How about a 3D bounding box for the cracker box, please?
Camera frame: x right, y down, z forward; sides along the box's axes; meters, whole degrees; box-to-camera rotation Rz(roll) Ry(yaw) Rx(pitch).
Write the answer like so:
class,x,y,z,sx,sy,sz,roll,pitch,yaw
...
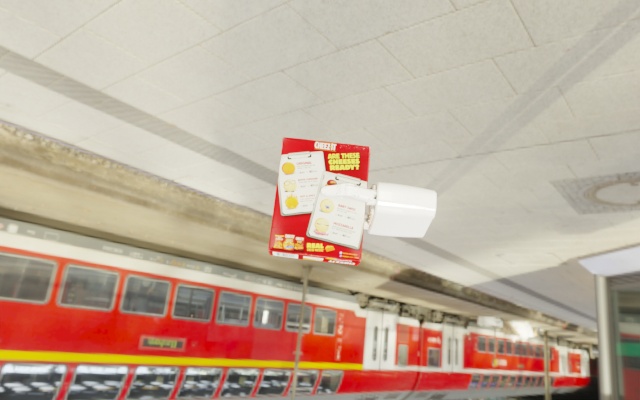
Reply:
class,x,y,z,sx,sy,sz,roll,pitch,yaw
cracker box,0.000,0.003,0.872,0.164,0.213,0.072,6,-16,-1
